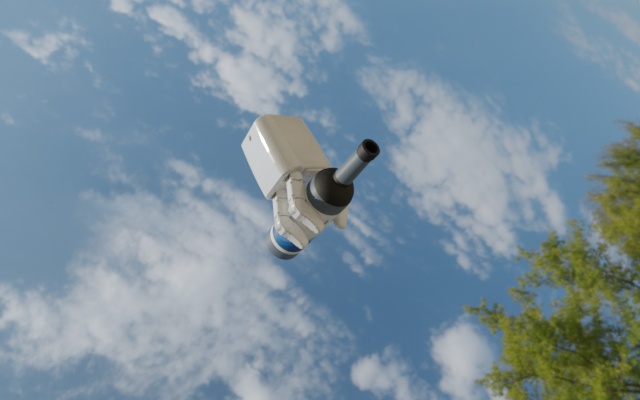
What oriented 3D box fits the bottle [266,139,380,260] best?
[{"bbox_3d":[0.000,0.003,0.733,0.069,0.069,0.296,0,-29,-31],"label":"bottle"}]
